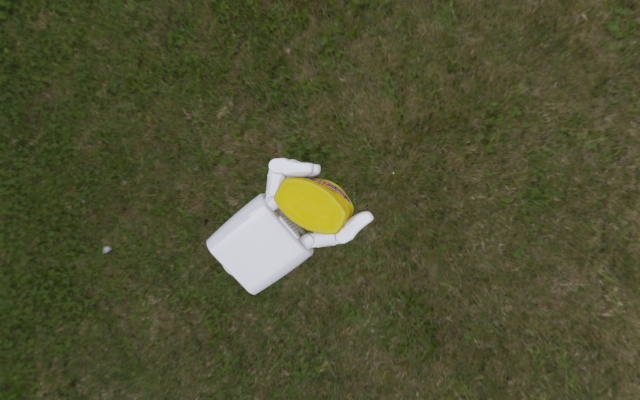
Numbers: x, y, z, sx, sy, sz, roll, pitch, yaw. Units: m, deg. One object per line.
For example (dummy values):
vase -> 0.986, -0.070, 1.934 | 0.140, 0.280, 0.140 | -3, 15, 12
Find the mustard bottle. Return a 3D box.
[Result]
mustard bottle -> 0.000, 0.002, 0.686 | 0.096, 0.058, 0.191 | 28, 7, 6
